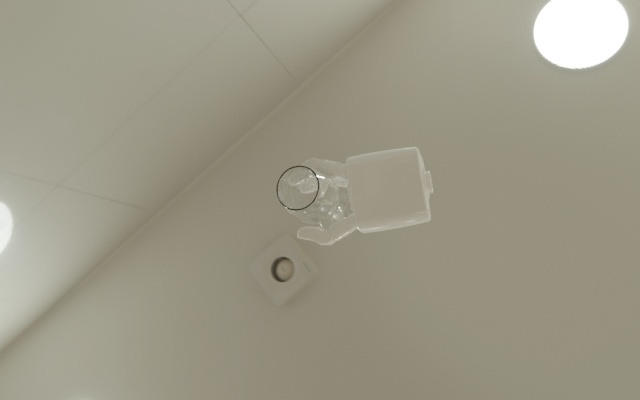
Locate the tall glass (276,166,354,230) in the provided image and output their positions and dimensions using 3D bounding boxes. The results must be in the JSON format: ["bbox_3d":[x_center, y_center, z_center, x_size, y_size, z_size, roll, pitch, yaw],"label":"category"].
[{"bbox_3d":[0.000,0.003,0.727,0.079,0.079,0.201,0,-11,19],"label":"tall glass"}]
